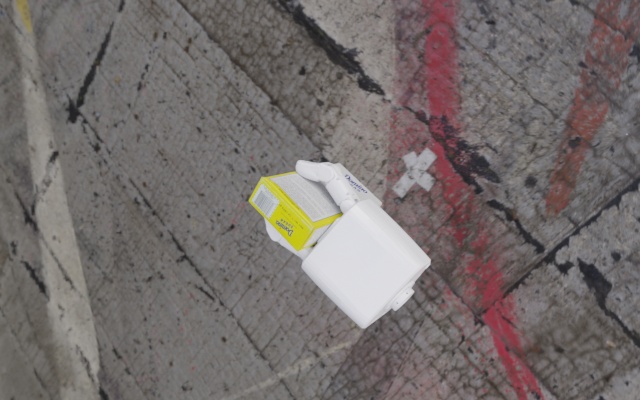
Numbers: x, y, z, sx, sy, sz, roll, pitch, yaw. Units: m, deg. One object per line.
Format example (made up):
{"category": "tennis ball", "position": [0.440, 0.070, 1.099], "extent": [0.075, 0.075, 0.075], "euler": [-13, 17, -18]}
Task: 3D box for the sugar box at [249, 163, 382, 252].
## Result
{"category": "sugar box", "position": [0.000, 0.003, 0.622], "extent": [0.093, 0.048, 0.176], "euler": [45, 27, 19]}
